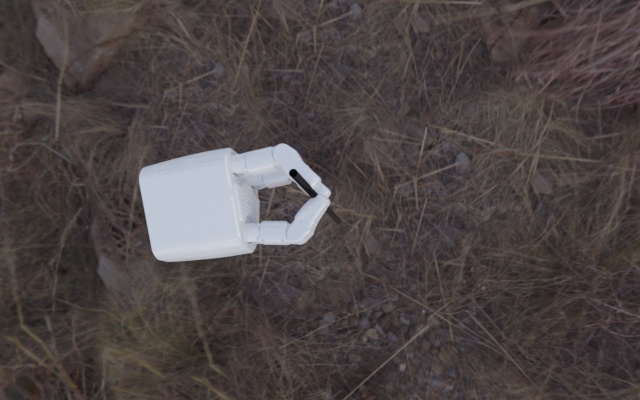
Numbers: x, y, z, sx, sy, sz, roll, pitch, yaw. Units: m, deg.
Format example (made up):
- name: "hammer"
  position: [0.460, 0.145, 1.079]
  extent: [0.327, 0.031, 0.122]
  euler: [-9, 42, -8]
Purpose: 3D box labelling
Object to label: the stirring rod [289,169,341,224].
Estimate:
- name: "stirring rod"
  position: [0.000, 0.002, 0.545]
  extent: [0.011, 0.011, 0.239]
  euler: [0, -13, 12]
